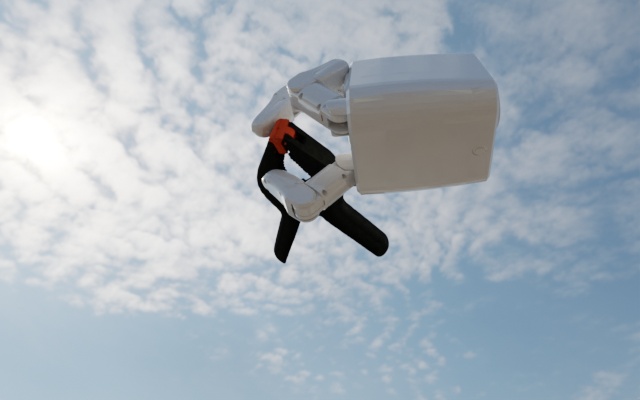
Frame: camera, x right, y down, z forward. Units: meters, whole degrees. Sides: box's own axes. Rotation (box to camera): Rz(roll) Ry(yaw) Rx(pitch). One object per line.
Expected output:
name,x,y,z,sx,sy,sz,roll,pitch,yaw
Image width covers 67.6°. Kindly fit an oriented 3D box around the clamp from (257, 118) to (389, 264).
clamp,0.000,0.001,0.443,0.120,0.039,0.172,-4,-44,8
